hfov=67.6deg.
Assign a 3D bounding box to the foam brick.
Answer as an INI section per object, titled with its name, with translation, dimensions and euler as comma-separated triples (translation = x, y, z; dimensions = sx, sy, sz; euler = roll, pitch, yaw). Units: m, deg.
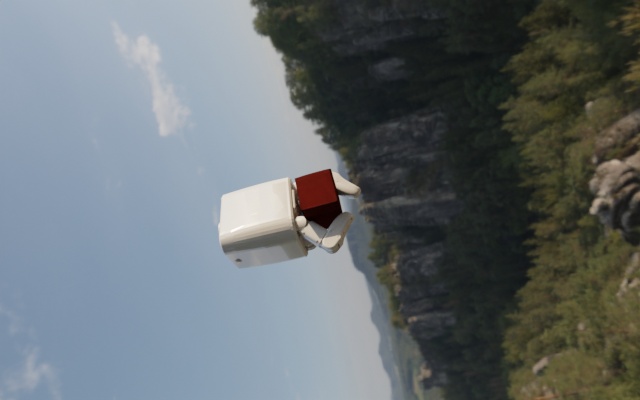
[foam brick]
translation = 0.000, 0.002, 0.658
dimensions = 0.051, 0.053, 0.078
euler = -13, -29, 4
